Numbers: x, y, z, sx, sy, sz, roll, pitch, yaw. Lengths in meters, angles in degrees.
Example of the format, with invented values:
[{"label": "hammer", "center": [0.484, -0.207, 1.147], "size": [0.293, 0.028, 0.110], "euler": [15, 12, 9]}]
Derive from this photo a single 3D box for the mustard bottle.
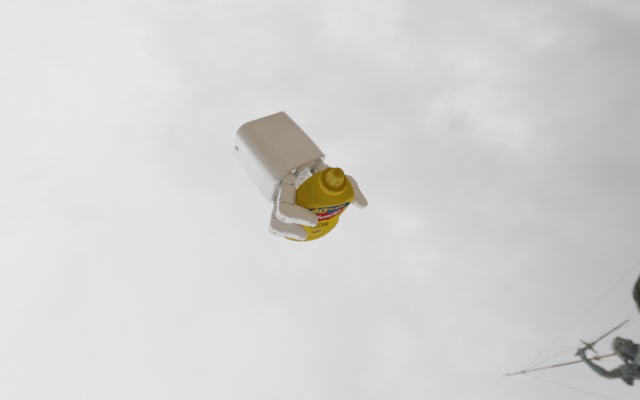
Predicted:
[{"label": "mustard bottle", "center": [0.000, 0.003, 0.737], "size": [0.096, 0.058, 0.192], "euler": [-9, -23, -20]}]
